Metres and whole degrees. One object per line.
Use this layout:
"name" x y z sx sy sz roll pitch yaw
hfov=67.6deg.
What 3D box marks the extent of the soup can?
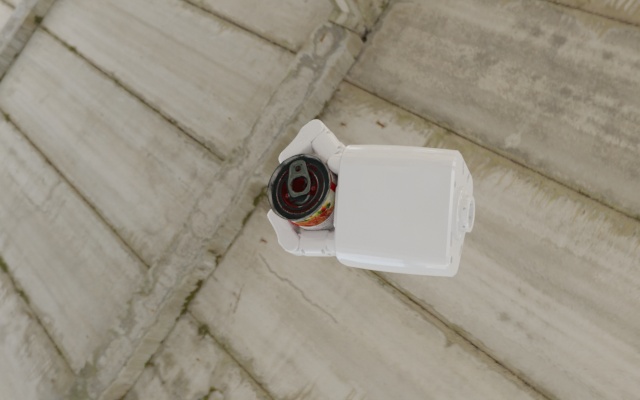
"soup can" 0.000 0.002 0.495 0.068 0.068 0.102 0 -17 27
